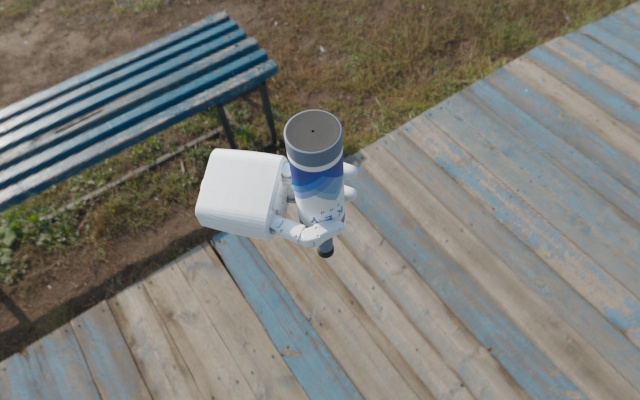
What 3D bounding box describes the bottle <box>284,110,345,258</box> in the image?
[{"bbox_3d":[0.000,0.002,0.659,0.069,0.069,0.296,0,-33,4],"label":"bottle"}]
